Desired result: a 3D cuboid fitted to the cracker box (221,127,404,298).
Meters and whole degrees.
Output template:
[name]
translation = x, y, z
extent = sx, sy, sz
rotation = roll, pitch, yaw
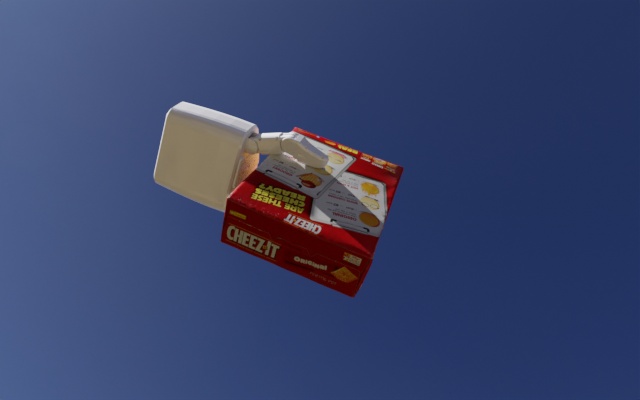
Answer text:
[cracker box]
translation = 0.000, 0.002, 0.586
extent = 0.164, 0.072, 0.213
rotation = 22, 34, 6
